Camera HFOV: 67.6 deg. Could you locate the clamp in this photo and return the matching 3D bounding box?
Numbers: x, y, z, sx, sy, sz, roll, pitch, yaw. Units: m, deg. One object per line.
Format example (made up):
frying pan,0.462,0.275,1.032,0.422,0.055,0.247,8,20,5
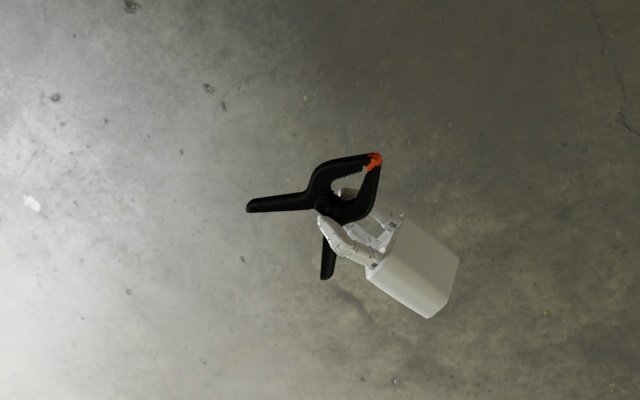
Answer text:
clamp,0.000,0.002,0.662,0.164,0.210,0.036,37,31,-3
